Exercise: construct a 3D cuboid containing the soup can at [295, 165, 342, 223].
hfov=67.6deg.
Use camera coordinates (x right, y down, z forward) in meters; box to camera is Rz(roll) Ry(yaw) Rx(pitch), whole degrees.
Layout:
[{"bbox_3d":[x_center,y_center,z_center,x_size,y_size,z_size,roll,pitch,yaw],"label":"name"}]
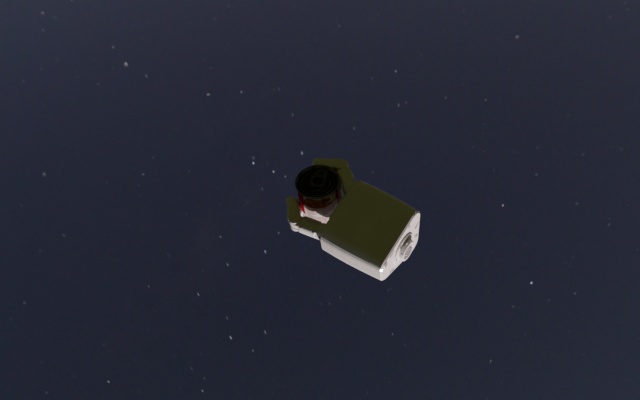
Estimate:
[{"bbox_3d":[0.000,0.003,0.761,0.068,0.068,0.102,0,-40,8],"label":"soup can"}]
